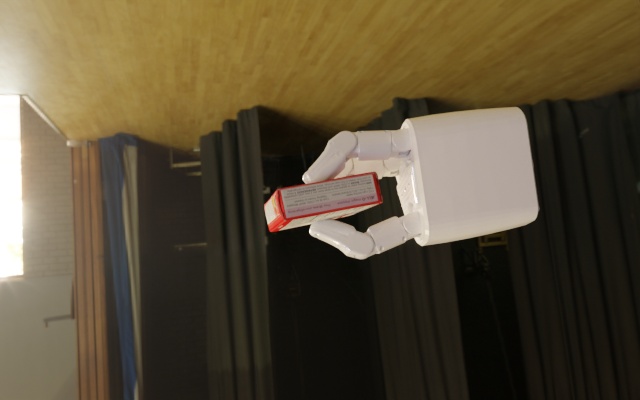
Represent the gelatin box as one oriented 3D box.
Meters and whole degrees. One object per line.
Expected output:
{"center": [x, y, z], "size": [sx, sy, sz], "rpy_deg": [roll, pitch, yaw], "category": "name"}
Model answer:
{"center": [0.000, 0.002, 0.420], "size": [0.089, 0.030, 0.073], "rpy_deg": [-11, -7, -16], "category": "gelatin box"}
